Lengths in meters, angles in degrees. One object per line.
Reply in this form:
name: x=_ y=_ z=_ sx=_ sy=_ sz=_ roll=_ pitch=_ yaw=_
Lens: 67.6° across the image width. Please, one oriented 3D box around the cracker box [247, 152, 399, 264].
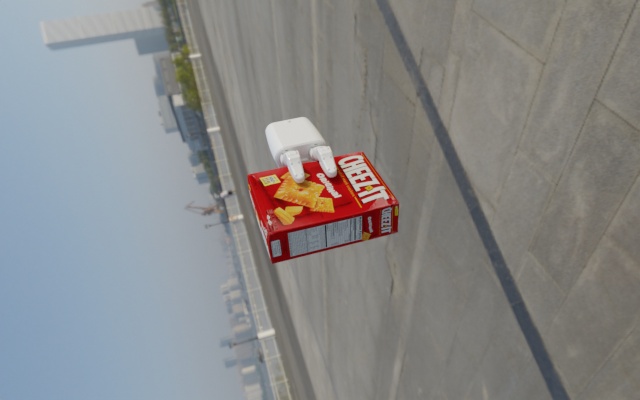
cracker box: x=0.000 y=0.003 z=0.792 sx=0.213 sy=0.072 sz=0.164 roll=-13 pitch=40 yaw=-12
